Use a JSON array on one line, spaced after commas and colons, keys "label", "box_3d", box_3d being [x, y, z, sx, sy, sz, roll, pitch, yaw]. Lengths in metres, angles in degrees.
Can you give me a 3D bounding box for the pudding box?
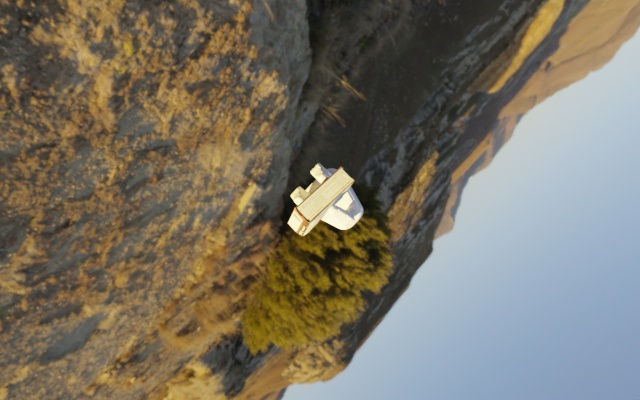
[{"label": "pudding box", "box_3d": [0.000, 0.003, 0.810, 0.113, 0.039, 0.090, -45, -6, -21]}]
